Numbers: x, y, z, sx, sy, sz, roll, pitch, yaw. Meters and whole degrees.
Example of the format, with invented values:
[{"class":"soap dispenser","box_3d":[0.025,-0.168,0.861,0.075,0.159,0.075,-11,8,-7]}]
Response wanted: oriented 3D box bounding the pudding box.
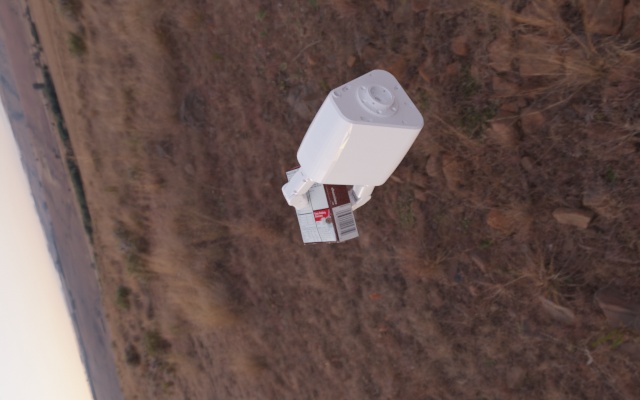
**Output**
[{"class":"pudding box","box_3d":[0.000,0.002,0.652,0.039,0.113,0.090,-14,2,-32]}]
